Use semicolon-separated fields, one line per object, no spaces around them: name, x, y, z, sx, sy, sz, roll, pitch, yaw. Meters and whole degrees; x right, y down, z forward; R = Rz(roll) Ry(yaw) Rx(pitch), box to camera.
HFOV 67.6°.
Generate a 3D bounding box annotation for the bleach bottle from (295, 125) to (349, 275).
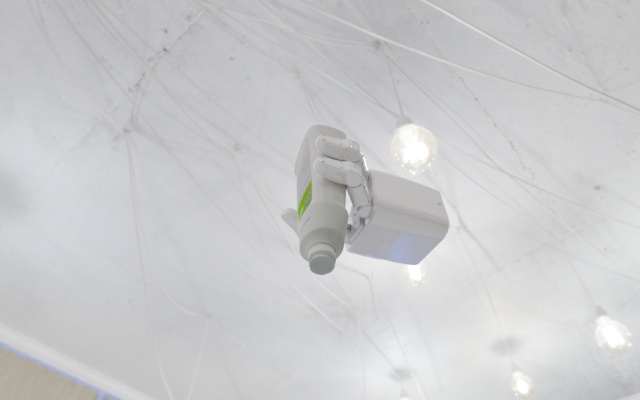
bleach bottle;0.000;0.002;0.617;0.068;0.103;0.250;13;36;-9
